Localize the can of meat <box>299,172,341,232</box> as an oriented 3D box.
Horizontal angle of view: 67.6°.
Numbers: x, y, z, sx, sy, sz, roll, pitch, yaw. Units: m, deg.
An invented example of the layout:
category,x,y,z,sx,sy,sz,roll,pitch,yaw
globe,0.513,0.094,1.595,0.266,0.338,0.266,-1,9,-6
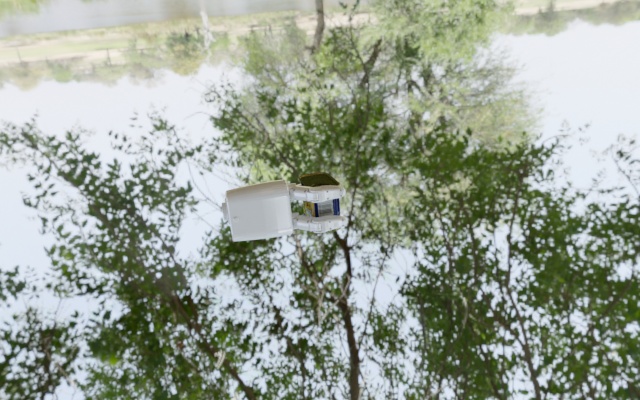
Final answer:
category,x,y,z,sx,sy,sz,roll,pitch,yaw
can of meat,0.000,0.003,0.867,0.057,0.084,0.102,-10,20,-14
